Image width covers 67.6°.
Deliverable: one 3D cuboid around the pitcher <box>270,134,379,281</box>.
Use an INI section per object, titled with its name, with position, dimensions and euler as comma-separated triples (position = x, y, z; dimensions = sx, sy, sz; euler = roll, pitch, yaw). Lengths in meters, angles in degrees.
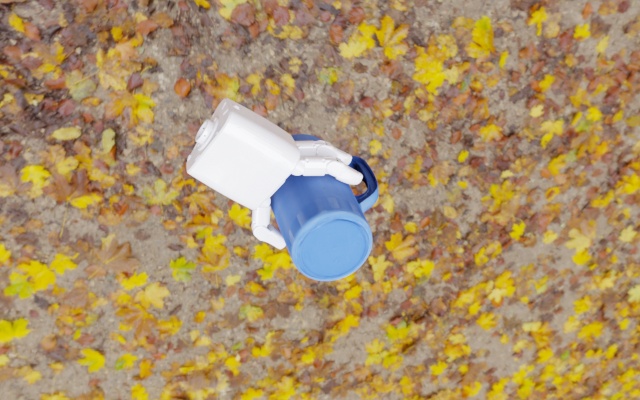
[pitcher]
position = 0.000, 0.002, 0.701
dimensions = 0.145, 0.149, 0.242
euler = 29, 17, -27
